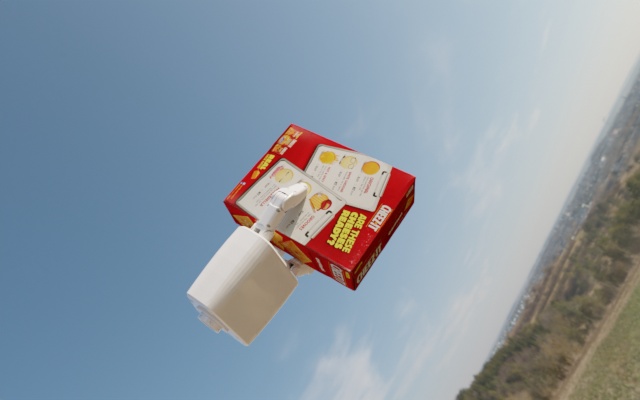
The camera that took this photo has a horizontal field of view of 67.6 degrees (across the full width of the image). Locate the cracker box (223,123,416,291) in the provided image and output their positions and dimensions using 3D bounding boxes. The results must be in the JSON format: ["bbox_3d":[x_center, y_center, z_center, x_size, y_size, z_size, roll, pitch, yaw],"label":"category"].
[{"bbox_3d":[0.000,0.002,0.668,0.213,0.164,0.072,27,-25,25],"label":"cracker box"}]
